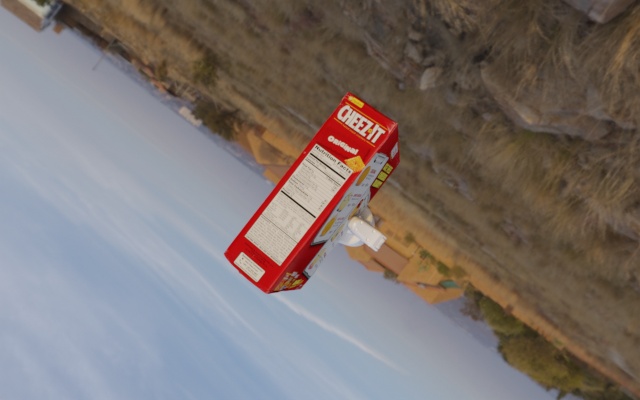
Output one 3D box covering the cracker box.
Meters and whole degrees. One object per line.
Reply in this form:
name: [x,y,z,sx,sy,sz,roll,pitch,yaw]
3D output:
cracker box: [0.000,0.002,0.548,0.072,0.213,0.164,37,-1,13]
